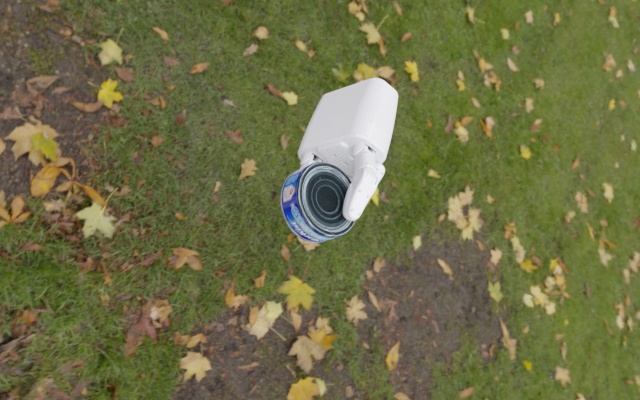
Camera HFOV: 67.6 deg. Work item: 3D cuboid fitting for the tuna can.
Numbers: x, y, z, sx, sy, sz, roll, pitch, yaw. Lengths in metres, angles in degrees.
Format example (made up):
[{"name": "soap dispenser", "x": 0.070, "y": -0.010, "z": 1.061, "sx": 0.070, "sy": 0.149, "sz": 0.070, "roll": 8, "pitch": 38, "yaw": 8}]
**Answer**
[{"name": "tuna can", "x": 0.000, "y": 0.002, "z": 0.524, "sx": 0.086, "sy": 0.086, "sz": 0.034, "roll": 0, "pitch": -13, "yaw": -39}]
